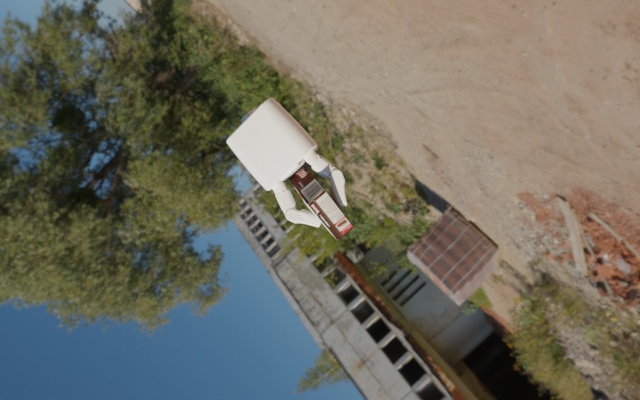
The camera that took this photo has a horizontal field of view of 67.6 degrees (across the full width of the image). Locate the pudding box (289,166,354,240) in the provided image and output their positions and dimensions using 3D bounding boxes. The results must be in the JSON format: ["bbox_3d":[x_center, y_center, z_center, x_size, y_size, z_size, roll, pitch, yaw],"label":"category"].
[{"bbox_3d":[0.000,0.003,0.779,0.039,0.090,0.113,-39,30,2],"label":"pudding box"}]
